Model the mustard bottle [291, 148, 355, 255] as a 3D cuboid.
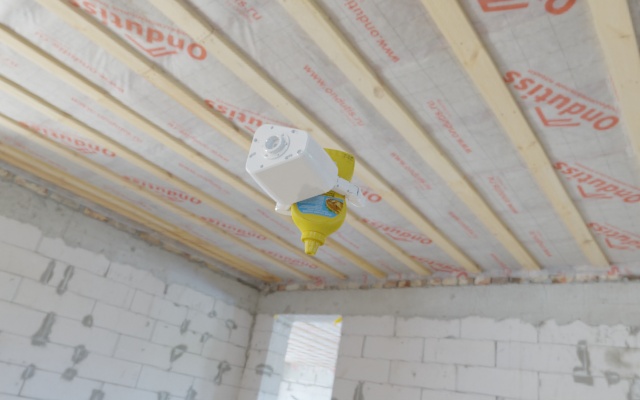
[{"bbox_3d":[0.000,0.003,0.833,0.096,0.191,0.058,9,-25,4],"label":"mustard bottle"}]
